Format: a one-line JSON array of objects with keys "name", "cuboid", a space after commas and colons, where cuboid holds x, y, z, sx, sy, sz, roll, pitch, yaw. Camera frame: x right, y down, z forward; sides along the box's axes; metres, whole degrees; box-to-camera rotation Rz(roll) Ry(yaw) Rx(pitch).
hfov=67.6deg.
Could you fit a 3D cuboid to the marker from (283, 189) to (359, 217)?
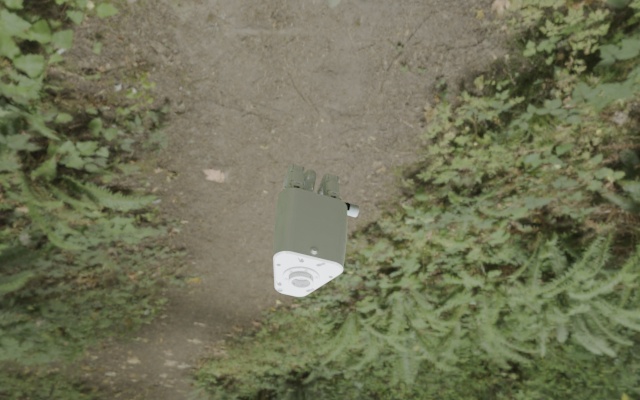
[{"name": "marker", "cuboid": [0.000, 0.002, 0.730, 0.121, 0.020, 0.020, 15, -3, -13]}]
